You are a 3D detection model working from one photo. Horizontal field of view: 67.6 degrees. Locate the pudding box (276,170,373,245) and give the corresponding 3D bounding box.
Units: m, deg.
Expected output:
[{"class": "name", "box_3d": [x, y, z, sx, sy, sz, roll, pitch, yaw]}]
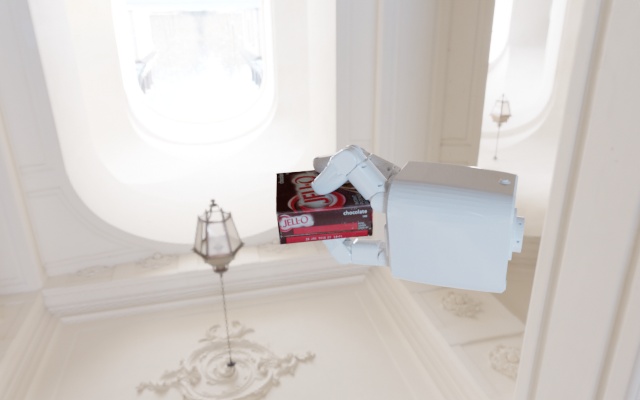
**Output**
[{"class": "pudding box", "box_3d": [0.000, 0.002, 0.487, 0.090, 0.039, 0.113, -4, 21, -4]}]
